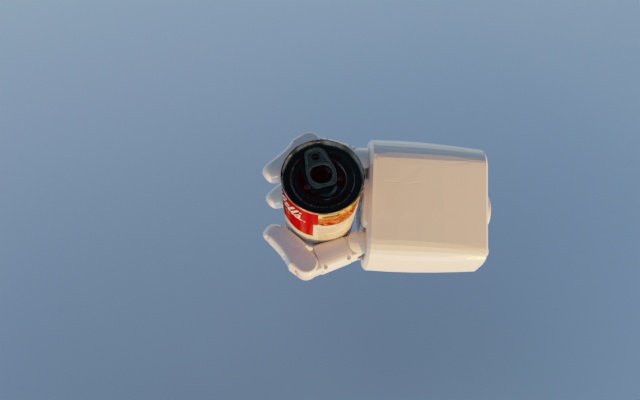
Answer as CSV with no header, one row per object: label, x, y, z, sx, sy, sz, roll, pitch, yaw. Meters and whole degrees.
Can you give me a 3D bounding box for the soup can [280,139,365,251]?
soup can,0.000,0.002,0.425,0.068,0.068,0.102,0,-25,-3
